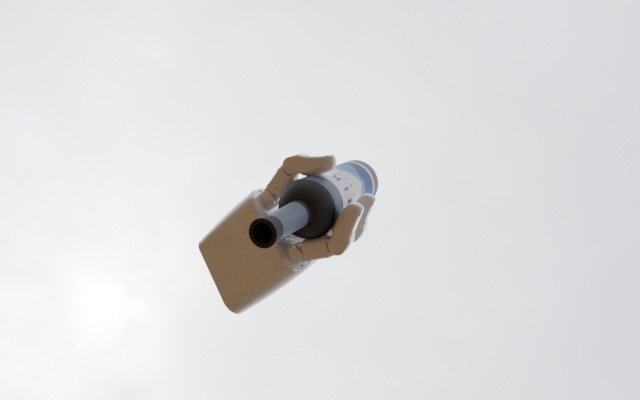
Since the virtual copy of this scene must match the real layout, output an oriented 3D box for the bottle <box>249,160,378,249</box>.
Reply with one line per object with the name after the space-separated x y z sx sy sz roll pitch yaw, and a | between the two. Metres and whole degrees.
0.000 0.002 0.547 0.069 0.069 0.295 0 11 20 | bottle
